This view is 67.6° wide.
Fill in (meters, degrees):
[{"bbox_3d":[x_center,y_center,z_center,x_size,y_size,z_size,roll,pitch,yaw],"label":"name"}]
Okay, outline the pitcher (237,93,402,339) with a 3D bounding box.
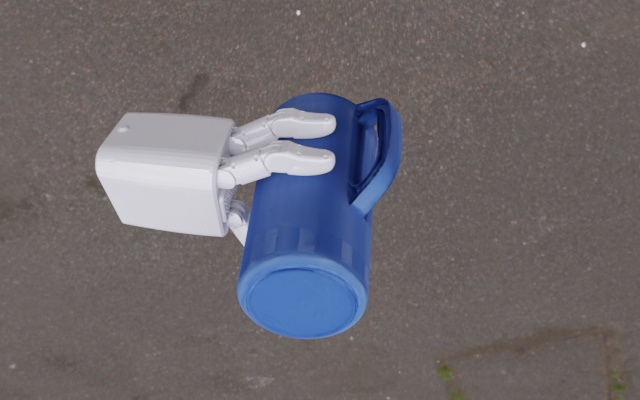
[{"bbox_3d":[0.000,0.002,0.469,0.145,0.149,0.242,6,41,0],"label":"pitcher"}]
